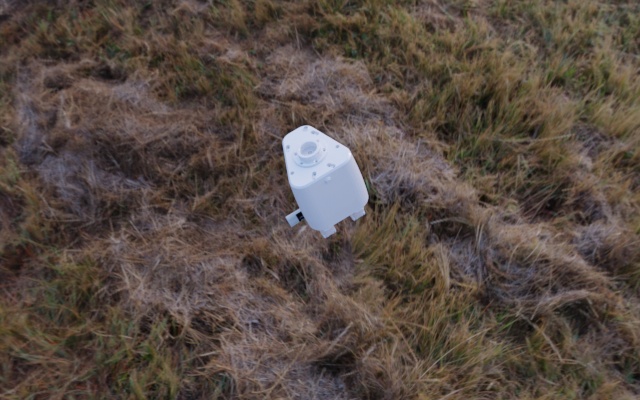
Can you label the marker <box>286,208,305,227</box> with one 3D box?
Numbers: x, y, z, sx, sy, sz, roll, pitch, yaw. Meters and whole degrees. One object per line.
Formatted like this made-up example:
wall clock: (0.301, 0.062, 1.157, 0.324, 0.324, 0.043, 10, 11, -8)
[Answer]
marker: (0.000, 0.003, 0.763, 0.121, 0.020, 0.020, -32, 3, -4)
